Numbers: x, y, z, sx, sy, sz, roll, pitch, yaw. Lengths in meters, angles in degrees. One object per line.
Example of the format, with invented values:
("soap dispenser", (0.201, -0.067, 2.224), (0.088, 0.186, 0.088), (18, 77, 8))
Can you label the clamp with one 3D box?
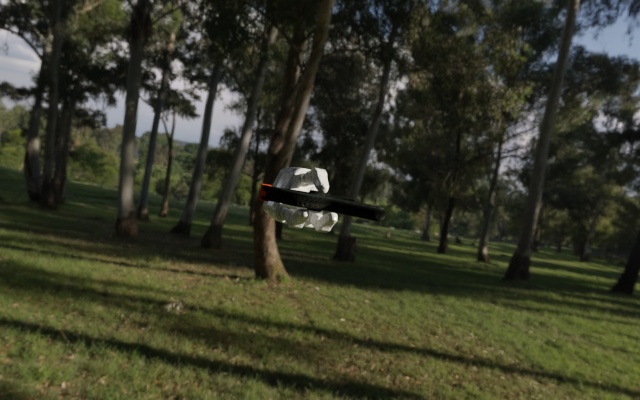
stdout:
("clamp", (0.000, 0.002, 0.832), (0.210, 0.036, 0.164), (9, 2, -23))
